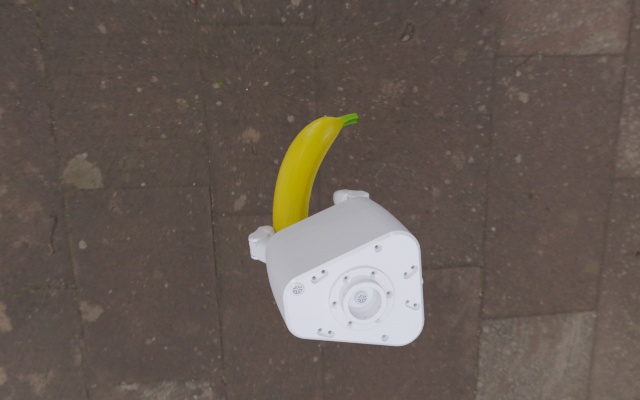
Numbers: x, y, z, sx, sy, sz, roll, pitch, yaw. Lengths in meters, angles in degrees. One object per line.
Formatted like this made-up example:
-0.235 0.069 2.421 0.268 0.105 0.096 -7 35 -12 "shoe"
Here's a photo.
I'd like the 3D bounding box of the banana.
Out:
-0.016 -0.006 0.511 0.069 0.198 0.037 16 7 -17 "banana"
